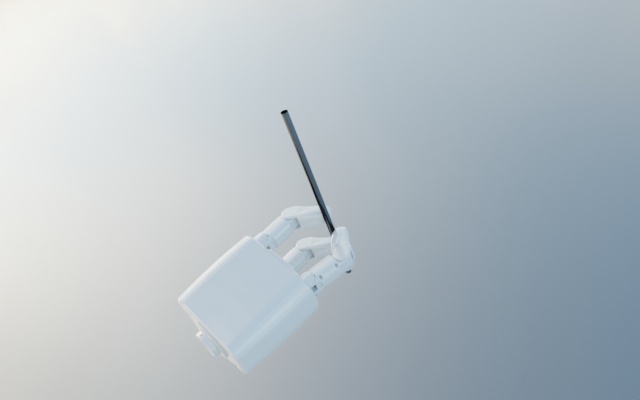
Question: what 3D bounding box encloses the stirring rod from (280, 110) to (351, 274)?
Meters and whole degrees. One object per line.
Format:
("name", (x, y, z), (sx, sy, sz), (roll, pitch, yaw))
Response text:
("stirring rod", (0.000, 0.002, 0.544), (0.011, 0.240, 0.011), (-14, 38, 11))
